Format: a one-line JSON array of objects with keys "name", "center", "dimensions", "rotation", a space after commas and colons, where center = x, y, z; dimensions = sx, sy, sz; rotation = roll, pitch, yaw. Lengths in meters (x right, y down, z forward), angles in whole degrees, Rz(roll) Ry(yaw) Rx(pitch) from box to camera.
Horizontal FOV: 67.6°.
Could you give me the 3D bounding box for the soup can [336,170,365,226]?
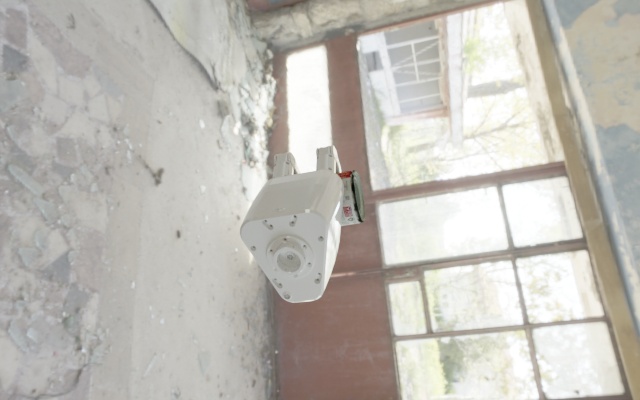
[{"name": "soup can", "center": [0.000, 0.002, 0.602], "dimensions": [0.102, 0.068, 0.068], "rotation": [-9, -2, 13]}]
